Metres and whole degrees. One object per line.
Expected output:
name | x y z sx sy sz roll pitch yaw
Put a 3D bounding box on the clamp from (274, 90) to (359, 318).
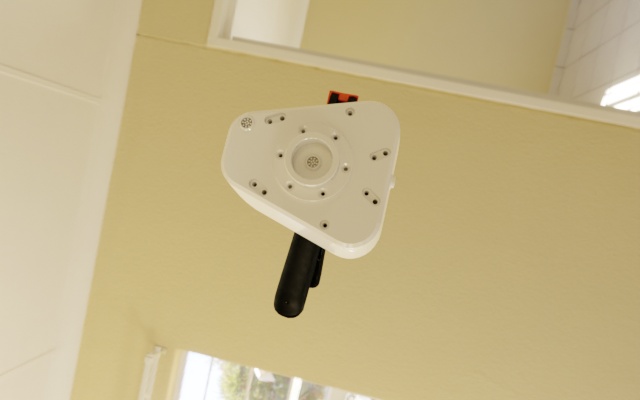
clamp | -0.001 0.001 0.464 0.036 0.210 0.164 12 -7 4
